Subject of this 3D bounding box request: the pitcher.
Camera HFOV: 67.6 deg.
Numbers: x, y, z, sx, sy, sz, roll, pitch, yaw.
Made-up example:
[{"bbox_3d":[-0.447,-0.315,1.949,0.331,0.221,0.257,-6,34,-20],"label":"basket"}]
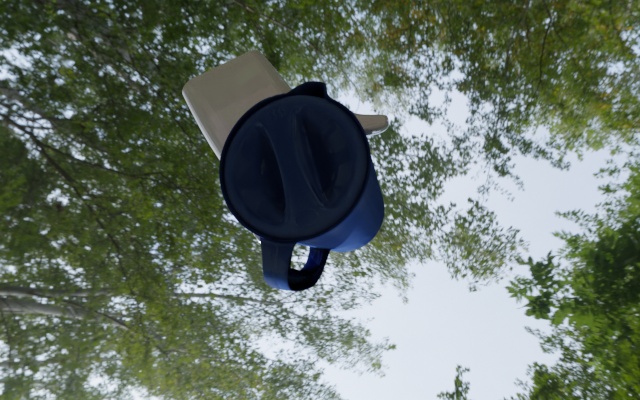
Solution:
[{"bbox_3d":[0.000,0.001,0.508,0.149,0.145,0.243,-37,-18,4],"label":"pitcher"}]
